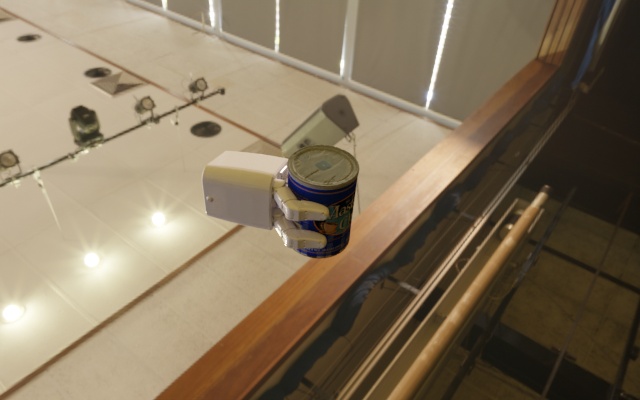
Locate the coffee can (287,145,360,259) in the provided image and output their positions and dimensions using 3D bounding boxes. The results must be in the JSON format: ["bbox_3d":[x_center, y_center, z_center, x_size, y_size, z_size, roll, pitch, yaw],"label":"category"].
[{"bbox_3d":[0.000,0.002,0.719,0.103,0.140,0.102,3,40,-2],"label":"coffee can"}]
